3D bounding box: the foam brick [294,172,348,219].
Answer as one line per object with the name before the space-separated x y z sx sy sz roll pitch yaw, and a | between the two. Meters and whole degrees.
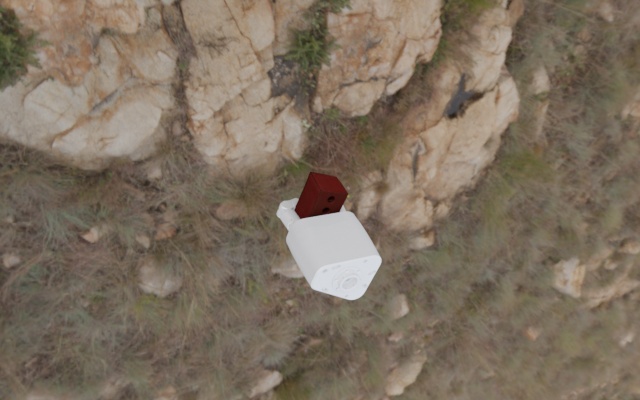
foam brick | 0.000 0.002 0.768 0.053 0.078 0.051 7 32 -30
